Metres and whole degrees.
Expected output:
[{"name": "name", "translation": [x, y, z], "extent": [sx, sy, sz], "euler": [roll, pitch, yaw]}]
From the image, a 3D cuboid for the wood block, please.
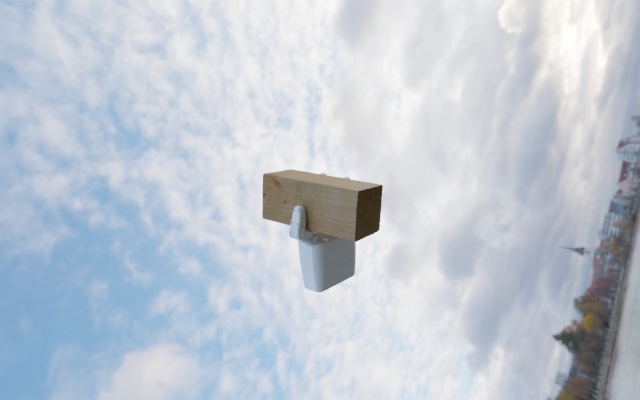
[{"name": "wood block", "translation": [0.000, 0.003, 0.877], "extent": [0.206, 0.090, 0.091], "euler": [11, 16, 33]}]
